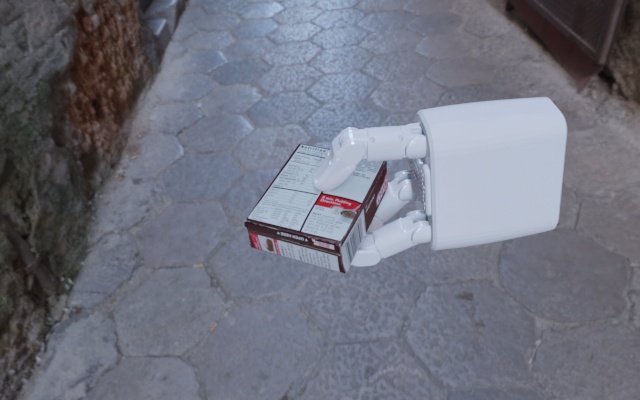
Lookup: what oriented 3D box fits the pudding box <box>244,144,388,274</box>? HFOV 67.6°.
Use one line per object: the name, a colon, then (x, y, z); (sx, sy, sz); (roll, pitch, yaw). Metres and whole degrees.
pudding box: (0.000, 0.001, 0.419); (0.090, 0.039, 0.113); (12, 45, 22)
